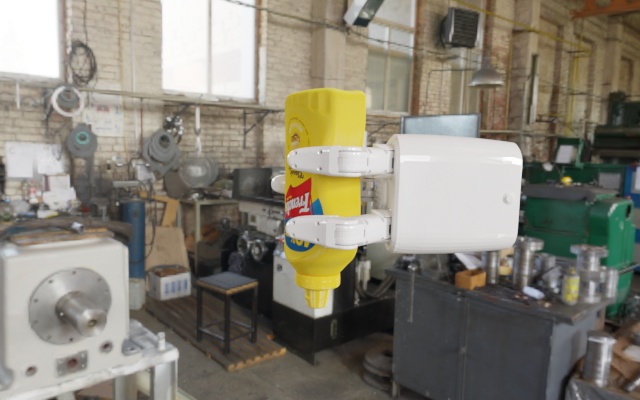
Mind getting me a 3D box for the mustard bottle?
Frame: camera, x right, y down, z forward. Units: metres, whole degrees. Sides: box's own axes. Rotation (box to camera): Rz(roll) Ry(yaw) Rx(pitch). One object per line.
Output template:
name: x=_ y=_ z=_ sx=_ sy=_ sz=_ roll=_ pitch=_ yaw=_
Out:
mustard bottle: x=0.000 y=0.001 z=0.426 sx=0.058 sy=0.191 sz=0.096 roll=-2 pitch=7 yaw=-29
